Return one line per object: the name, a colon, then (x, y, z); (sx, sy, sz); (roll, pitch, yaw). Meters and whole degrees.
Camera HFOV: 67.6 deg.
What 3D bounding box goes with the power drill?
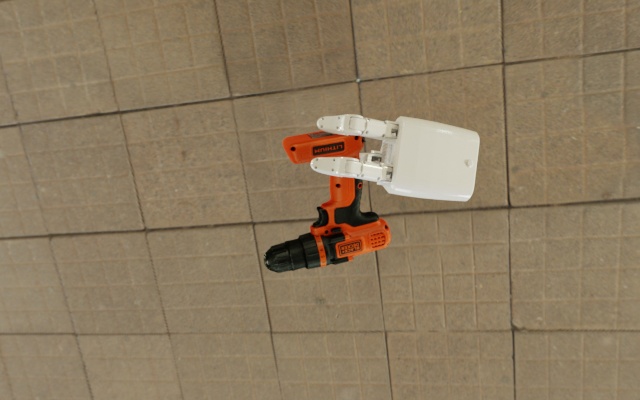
power drill: (0.000, 0.002, 0.655); (0.184, 0.188, 0.057); (-13, 22, -12)
